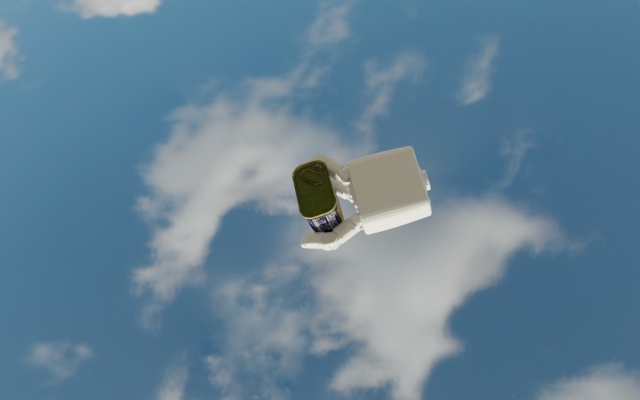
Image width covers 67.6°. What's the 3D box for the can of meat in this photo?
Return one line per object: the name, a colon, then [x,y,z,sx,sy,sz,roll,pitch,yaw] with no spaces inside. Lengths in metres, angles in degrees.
can of meat: [0.000,0.003,0.754,0.057,0.102,0.084,-19,-35,6]
